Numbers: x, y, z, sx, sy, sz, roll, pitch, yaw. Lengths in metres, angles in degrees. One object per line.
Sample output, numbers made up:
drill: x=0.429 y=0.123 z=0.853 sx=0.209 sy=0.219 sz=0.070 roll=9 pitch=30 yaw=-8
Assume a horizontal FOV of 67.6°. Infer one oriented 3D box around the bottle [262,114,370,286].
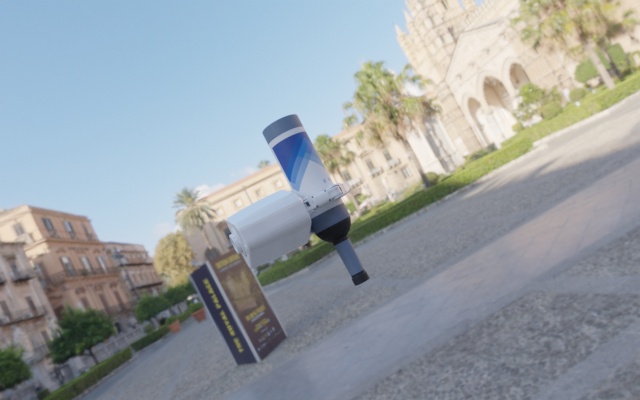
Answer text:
bottle: x=0.000 y=0.002 z=0.786 sx=0.069 sy=0.295 sz=0.069 roll=-27 pitch=-4 yaw=-2
